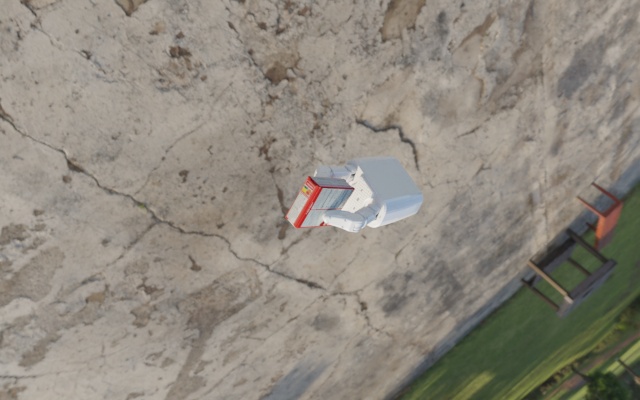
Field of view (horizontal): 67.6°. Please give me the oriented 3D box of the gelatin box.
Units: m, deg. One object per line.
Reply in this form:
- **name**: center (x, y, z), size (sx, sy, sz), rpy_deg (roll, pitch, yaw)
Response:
- **gelatin box**: center (0.000, 0.003, 0.698), size (0.030, 0.073, 0.089), rpy_deg (44, 25, 29)
